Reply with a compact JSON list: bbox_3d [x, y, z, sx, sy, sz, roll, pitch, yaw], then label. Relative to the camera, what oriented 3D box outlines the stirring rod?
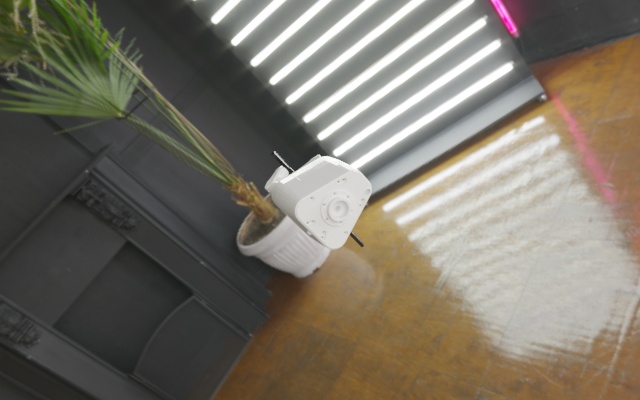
[{"bbox_3d":[0.000,0.003,0.815,0.240,0.011,0.011,46,-23,-24],"label":"stirring rod"}]
